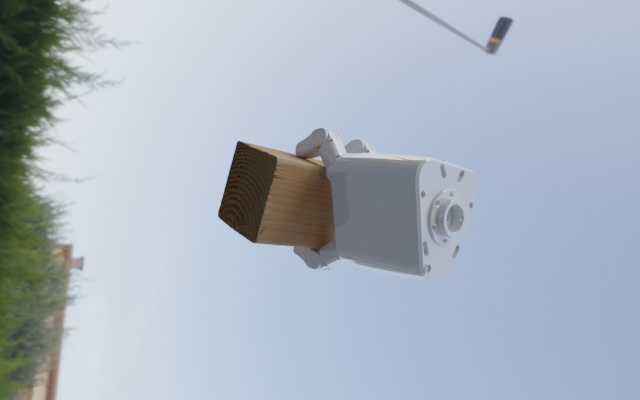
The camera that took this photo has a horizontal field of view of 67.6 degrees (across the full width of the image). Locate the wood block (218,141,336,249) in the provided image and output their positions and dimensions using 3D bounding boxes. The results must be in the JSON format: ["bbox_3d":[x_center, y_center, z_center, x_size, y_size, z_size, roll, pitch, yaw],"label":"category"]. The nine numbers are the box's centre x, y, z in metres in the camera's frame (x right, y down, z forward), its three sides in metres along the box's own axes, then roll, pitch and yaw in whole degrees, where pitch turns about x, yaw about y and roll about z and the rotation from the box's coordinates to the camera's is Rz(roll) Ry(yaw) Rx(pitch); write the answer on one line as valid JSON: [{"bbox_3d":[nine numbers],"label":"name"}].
[{"bbox_3d":[0.000,0.002,0.556,0.206,0.091,0.090,10,10,-40],"label":"wood block"}]
